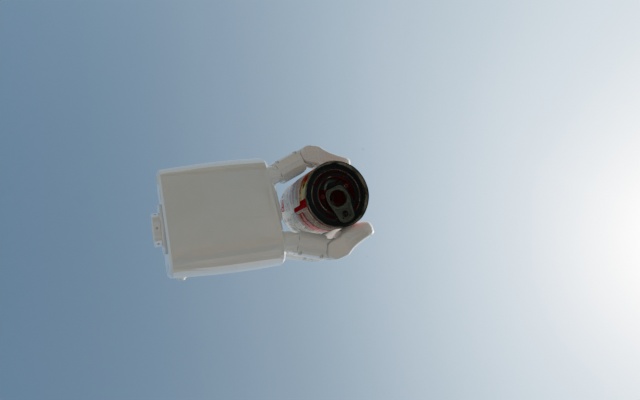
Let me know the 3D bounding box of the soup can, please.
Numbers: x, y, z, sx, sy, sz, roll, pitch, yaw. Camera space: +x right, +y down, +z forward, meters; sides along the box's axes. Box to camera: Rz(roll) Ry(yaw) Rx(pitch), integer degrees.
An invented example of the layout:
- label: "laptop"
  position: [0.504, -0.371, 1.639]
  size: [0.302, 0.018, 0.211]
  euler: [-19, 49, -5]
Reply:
- label: "soup can"
  position: [0.000, 0.002, 0.516]
  size: [0.068, 0.068, 0.102]
  euler: [0, -9, -20]
